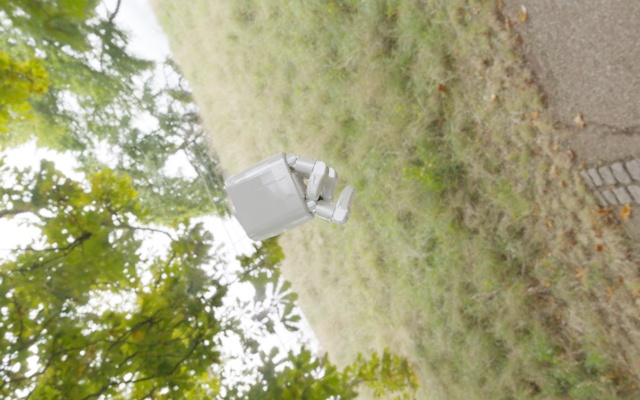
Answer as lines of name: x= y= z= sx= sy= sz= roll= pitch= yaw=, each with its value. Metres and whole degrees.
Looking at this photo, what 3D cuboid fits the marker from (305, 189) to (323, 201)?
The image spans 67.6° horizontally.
marker: x=0.000 y=0.003 z=0.791 sx=0.020 sy=0.020 sz=0.121 roll=0 pitch=-15 yaw=15
